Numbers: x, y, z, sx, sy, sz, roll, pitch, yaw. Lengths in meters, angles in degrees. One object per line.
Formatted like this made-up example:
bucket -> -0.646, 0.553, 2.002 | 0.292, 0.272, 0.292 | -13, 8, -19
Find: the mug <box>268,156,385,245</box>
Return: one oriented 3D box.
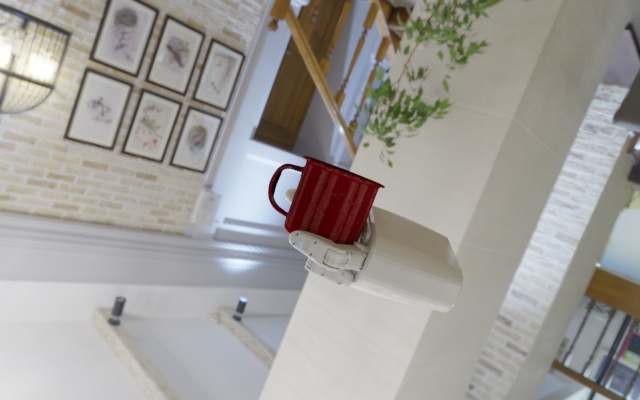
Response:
mug -> -0.001, 0.001, 0.511 | 0.117, 0.081, 0.093 | 20, 6, -5
